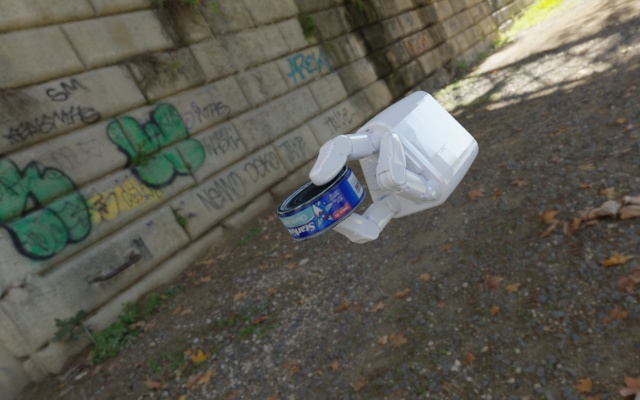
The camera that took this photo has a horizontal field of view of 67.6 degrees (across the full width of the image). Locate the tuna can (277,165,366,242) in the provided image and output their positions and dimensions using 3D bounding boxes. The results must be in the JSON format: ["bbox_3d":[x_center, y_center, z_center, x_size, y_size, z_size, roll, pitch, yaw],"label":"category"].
[{"bbox_3d":[0.000,0.001,0.471,0.086,0.034,0.086,-31,14,9],"label":"tuna can"}]
